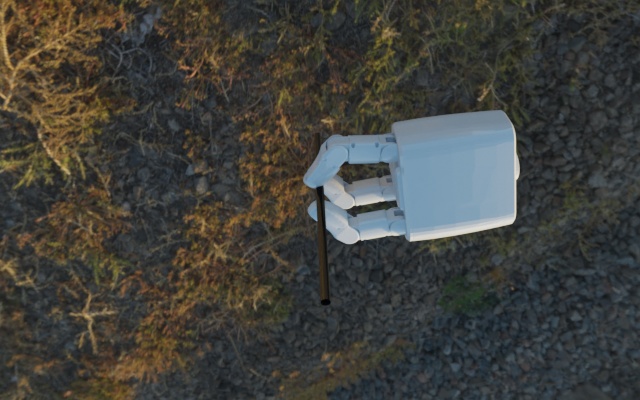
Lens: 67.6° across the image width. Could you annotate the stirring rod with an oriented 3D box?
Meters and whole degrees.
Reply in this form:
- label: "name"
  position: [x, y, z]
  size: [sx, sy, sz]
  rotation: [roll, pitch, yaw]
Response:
- label: "stirring rod"
  position: [0.000, 0.001, 0.457]
  size: [0.011, 0.011, 0.239]
  rotation: [0, 39, -2]
